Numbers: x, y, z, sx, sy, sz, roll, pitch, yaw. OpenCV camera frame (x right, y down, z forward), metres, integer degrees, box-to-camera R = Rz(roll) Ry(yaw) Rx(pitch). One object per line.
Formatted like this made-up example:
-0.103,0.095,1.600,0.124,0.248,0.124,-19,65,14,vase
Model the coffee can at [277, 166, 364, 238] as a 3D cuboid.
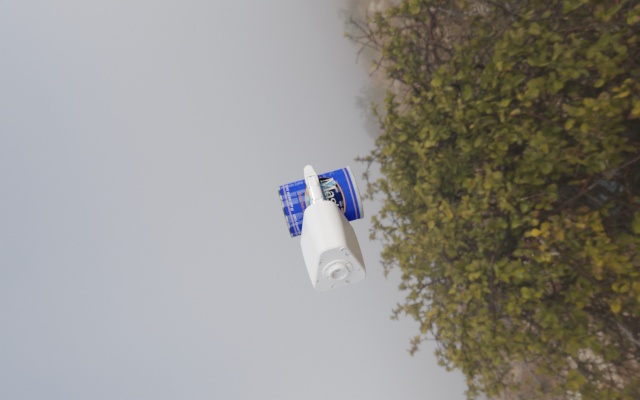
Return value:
0.000,0.003,0.897,0.140,0.103,0.103,-16,0,-2,coffee can
